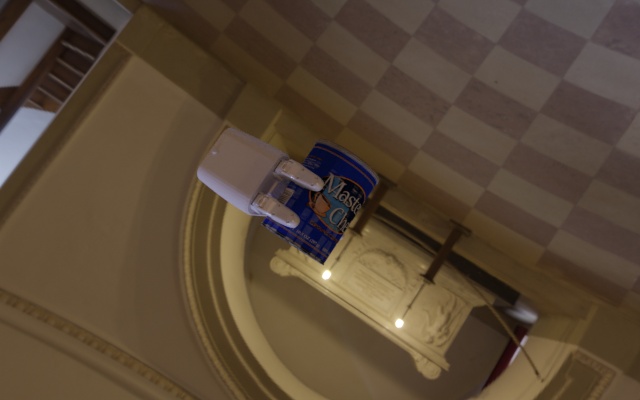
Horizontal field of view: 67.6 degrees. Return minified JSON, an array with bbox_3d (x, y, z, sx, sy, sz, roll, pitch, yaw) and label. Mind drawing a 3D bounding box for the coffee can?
[{"bbox_3d":[0.000,0.002,0.652,0.103,0.140,0.103,33,-7,5],"label":"coffee can"}]
